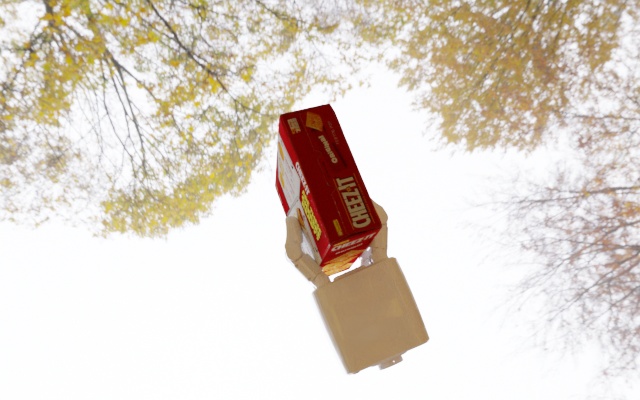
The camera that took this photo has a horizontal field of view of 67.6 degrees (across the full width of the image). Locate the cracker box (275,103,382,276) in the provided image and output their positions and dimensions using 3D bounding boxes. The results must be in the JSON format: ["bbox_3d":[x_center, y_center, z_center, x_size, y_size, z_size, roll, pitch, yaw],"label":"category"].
[{"bbox_3d":[0.000,0.002,0.619,0.072,0.164,0.214,-18,-17,-13],"label":"cracker box"}]
